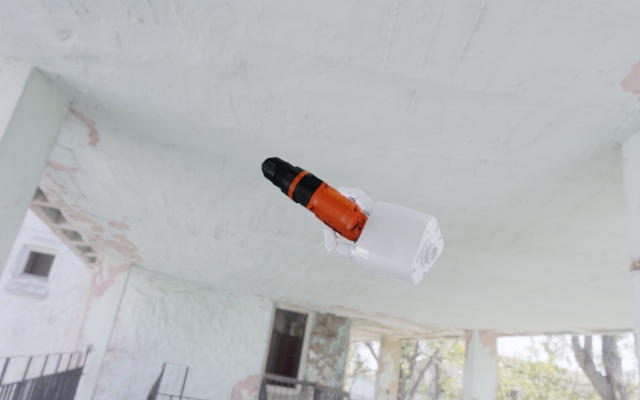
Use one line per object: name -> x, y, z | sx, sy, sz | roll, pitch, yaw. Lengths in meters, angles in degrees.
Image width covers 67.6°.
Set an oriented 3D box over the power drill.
power drill -> 0.001, 0.003, 0.804 | 0.184, 0.057, 0.188 | 35, -1, 23
